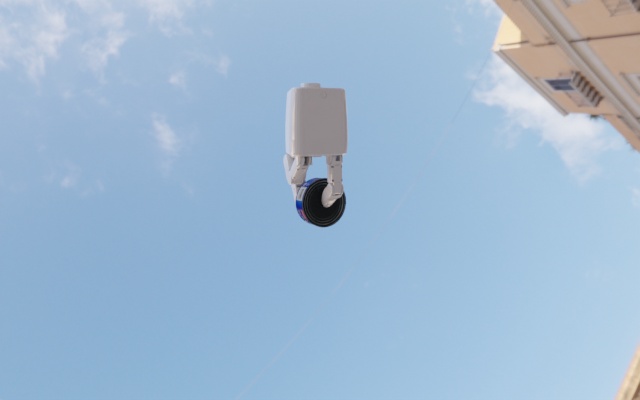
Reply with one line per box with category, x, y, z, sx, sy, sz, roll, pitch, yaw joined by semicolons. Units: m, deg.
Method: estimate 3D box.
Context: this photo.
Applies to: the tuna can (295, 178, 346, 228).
tuna can;0.000;0.003;0.836;0.086;0.086;0.034;0;5;-28
